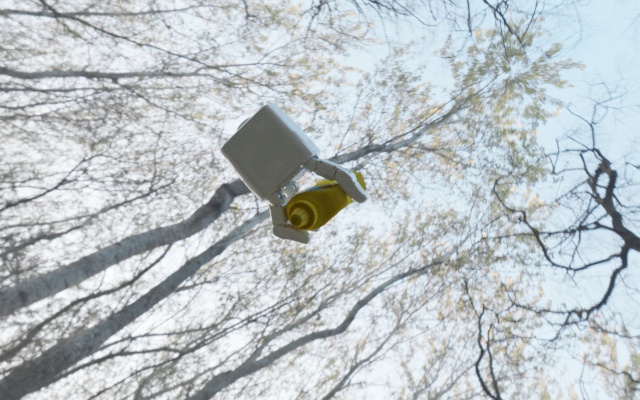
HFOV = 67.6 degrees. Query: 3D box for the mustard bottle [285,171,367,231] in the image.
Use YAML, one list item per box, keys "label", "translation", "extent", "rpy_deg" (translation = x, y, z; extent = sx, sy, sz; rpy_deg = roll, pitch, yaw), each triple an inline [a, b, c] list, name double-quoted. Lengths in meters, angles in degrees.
- label: "mustard bottle"
  translation: [0.000, 0.003, 0.728]
  extent: [0.096, 0.058, 0.191]
  rpy_deg: [-16, 8, 25]
